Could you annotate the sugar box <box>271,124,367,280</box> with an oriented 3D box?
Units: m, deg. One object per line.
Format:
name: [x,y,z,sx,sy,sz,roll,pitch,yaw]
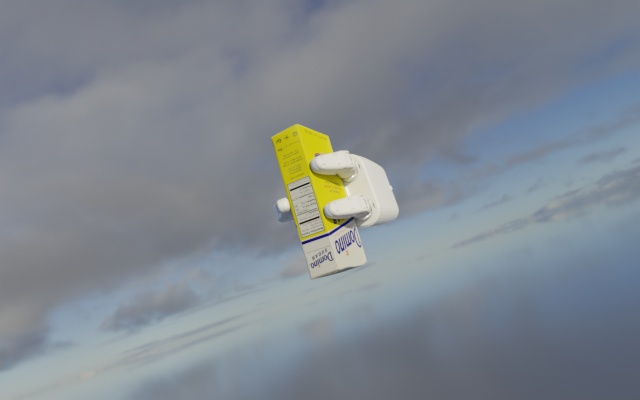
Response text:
sugar box: [0.001,0.002,0.580,0.048,0.176,0.093,-24,-11,23]
